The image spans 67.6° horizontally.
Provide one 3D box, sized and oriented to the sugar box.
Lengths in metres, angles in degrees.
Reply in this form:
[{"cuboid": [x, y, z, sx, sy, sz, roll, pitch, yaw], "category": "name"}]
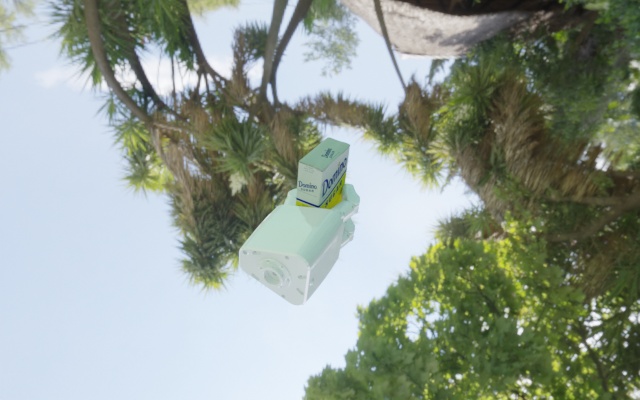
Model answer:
[{"cuboid": [0.001, 0.003, 0.730, 0.048, 0.176, 0.093, 23, 39, 18], "category": "sugar box"}]
